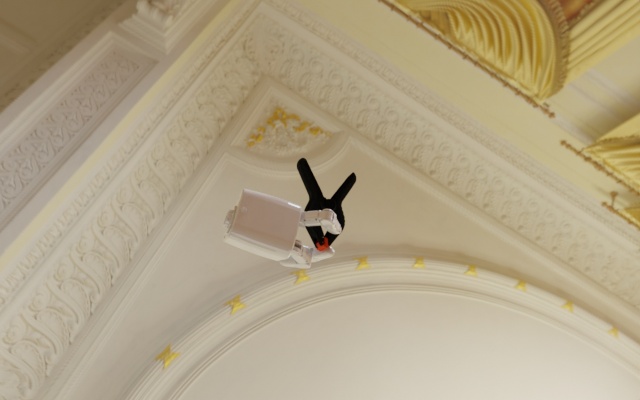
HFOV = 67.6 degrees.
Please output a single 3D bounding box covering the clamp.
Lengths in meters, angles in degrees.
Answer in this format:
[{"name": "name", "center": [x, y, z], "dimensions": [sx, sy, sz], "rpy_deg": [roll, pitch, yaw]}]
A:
[{"name": "clamp", "center": [0.000, 0.003, 0.861], "dimensions": [0.120, 0.171, 0.039], "rpy_deg": [19, -31, -13]}]
